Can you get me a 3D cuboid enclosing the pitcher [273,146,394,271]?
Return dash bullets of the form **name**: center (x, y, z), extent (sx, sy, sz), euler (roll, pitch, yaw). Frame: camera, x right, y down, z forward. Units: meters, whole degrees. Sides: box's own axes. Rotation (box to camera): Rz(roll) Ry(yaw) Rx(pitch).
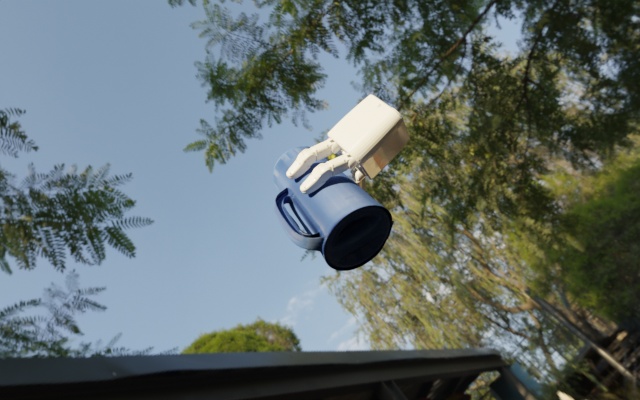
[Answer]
- **pitcher**: center (0.000, 0.003, 0.849), extent (0.149, 0.145, 0.242), euler (44, 3, -46)
